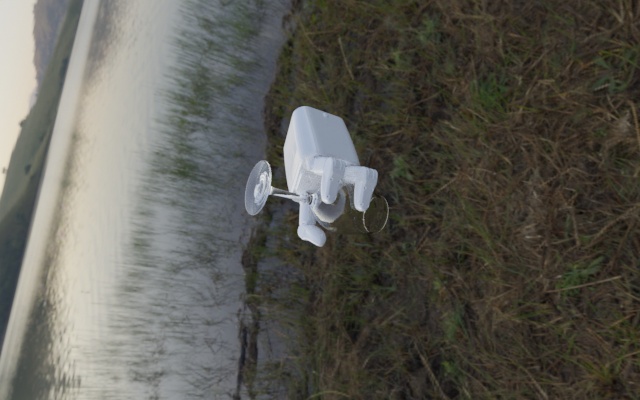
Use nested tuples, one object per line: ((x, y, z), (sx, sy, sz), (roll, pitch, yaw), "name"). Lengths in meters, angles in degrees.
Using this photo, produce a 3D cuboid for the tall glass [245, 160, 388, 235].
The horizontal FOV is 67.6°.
((0.000, 0.002, 0.677), (0.201, 0.079, 0.079), (13, -7, -30), "tall glass")
